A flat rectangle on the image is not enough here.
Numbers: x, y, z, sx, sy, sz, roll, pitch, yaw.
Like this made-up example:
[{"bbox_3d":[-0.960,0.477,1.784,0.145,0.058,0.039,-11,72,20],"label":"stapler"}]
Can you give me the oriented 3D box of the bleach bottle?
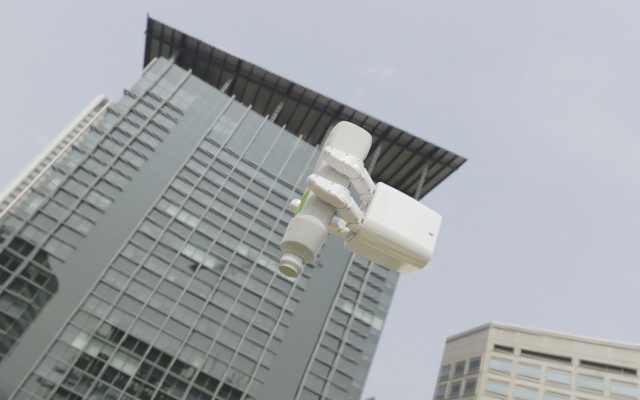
[{"bbox_3d":[0.000,0.002,0.691,0.068,0.250,0.103,27,-34,-2],"label":"bleach bottle"}]
